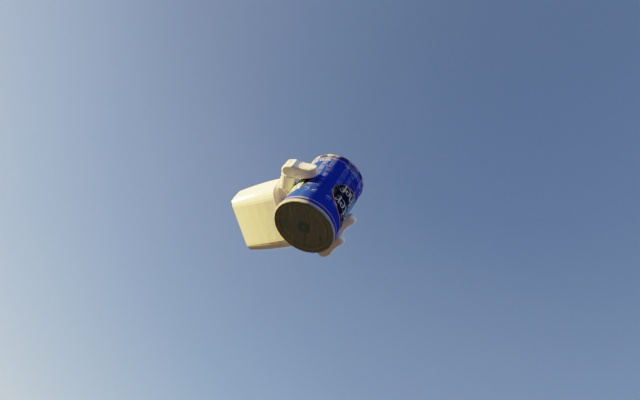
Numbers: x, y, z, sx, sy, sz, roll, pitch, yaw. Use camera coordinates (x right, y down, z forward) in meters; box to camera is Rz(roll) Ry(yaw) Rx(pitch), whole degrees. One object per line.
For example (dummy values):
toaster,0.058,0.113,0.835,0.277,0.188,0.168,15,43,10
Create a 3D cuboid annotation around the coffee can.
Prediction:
coffee can,0.000,0.003,0.787,0.103,0.103,0.140,0,35,29
